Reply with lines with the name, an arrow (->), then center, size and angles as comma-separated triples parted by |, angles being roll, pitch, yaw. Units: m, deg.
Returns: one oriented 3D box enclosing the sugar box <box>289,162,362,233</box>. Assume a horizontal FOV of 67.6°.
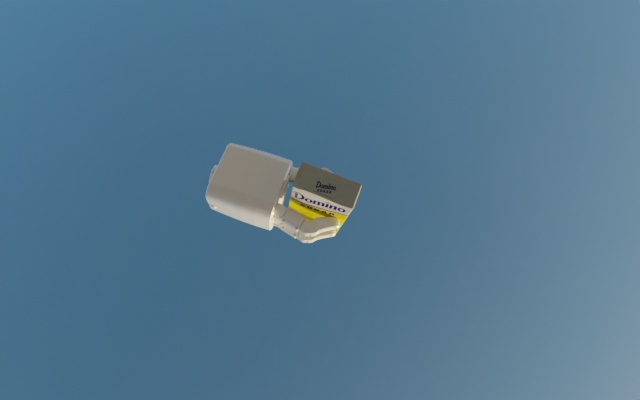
sugar box -> 0.000, 0.003, 0.742 | 0.093, 0.048, 0.176 | 21, -15, 1
